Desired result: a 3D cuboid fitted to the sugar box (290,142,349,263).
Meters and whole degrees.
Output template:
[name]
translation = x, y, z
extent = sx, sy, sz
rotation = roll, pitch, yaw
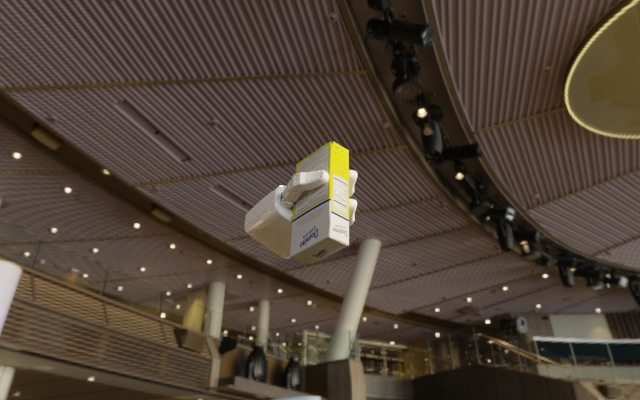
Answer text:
[sugar box]
translation = 0.000, 0.003, 0.744
extent = 0.048, 0.176, 0.093
rotation = 24, -38, -34
